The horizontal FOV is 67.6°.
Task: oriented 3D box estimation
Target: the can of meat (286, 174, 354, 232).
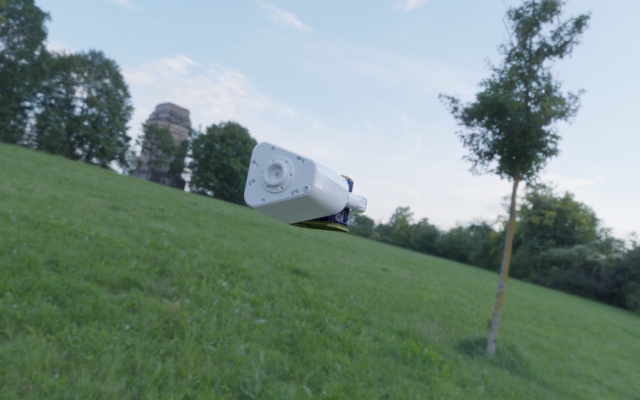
[{"bbox_3d":[0.000,0.002,0.767,0.102,0.084,0.057,4,-10,30],"label":"can of meat"}]
